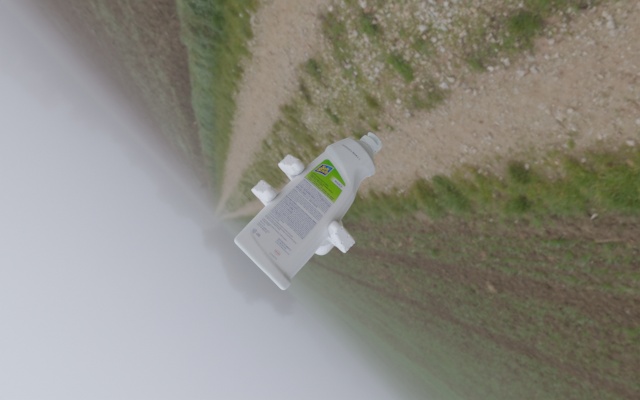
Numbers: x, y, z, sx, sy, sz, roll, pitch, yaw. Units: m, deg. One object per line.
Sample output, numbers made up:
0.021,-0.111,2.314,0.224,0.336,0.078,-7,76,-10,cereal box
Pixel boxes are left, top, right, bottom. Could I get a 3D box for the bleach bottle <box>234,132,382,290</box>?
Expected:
0.000,0.002,0.681,0.102,0.251,0.068,43,-11,10,bleach bottle
